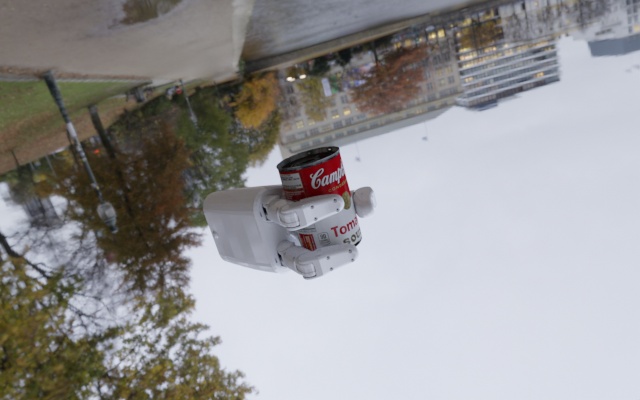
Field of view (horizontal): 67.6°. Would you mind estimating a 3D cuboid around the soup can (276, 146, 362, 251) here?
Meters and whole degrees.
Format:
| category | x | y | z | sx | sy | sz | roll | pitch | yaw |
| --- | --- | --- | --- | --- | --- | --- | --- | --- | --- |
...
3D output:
| category | x | y | z | sx | sy | sz | roll | pitch | yaw |
| --- | --- | --- | --- | --- | --- | --- | --- | --- | --- |
| soup can | 0.001 | 0.002 | 0.504 | 0.068 | 0.102 | 0.068 | -15 | 16 | 4 |
